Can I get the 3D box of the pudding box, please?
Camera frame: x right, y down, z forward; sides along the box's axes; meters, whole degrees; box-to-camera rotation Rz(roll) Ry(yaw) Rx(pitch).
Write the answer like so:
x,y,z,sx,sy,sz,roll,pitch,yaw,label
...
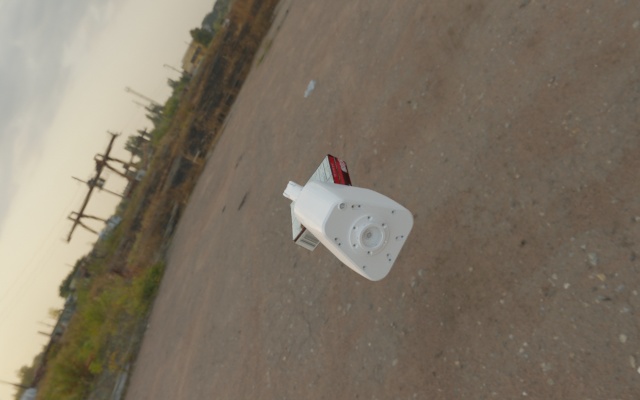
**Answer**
x,y,z,sx,sy,sz,roll,pitch,yaw,label
0.000,0.002,0.689,0.039,0.113,0.090,26,30,-24,pudding box
